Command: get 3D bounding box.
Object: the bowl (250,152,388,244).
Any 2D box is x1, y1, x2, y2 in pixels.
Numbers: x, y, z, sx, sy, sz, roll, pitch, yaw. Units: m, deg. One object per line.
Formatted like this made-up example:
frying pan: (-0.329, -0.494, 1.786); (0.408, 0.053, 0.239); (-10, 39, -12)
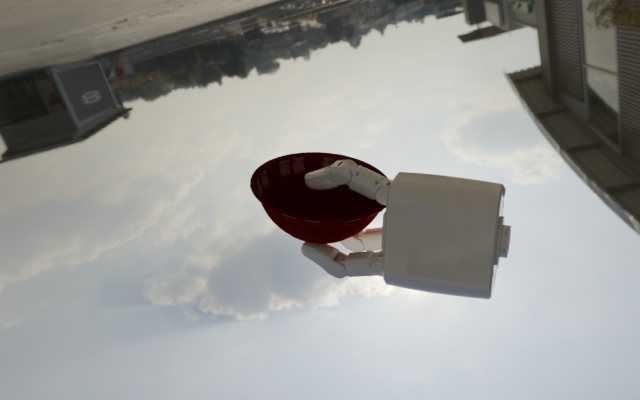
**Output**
bowl: (-0.001, 0.002, 0.551); (0.162, 0.055, 0.162); (4, 31, -2)
